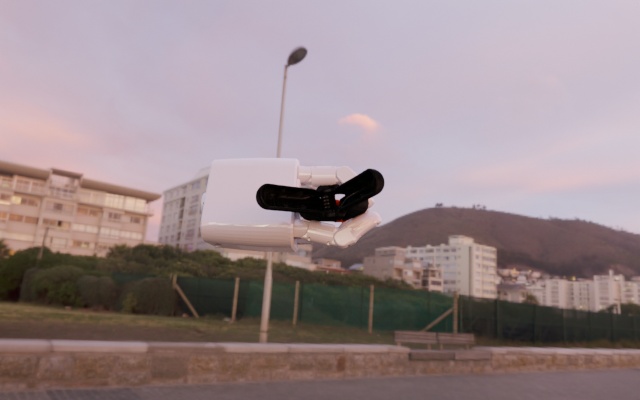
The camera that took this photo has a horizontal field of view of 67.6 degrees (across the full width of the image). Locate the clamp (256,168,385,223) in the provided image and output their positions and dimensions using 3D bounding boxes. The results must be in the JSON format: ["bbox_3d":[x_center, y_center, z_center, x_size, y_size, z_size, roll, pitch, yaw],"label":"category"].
[{"bbox_3d":[0.000,0.001,0.509,0.120,0.039,0.171,0,-13,1],"label":"clamp"}]
